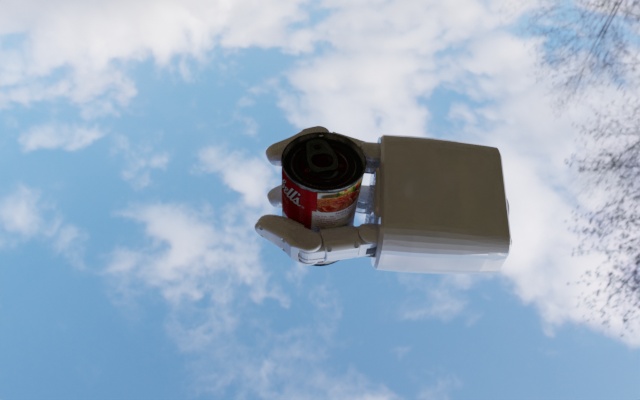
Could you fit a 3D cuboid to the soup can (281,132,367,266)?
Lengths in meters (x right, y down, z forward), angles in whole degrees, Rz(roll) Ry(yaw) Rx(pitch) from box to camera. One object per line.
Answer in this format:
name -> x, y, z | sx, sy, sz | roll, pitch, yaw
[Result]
soup can -> 0.000, 0.002, 0.414 | 0.068, 0.068, 0.102 | 0, -42, -4
